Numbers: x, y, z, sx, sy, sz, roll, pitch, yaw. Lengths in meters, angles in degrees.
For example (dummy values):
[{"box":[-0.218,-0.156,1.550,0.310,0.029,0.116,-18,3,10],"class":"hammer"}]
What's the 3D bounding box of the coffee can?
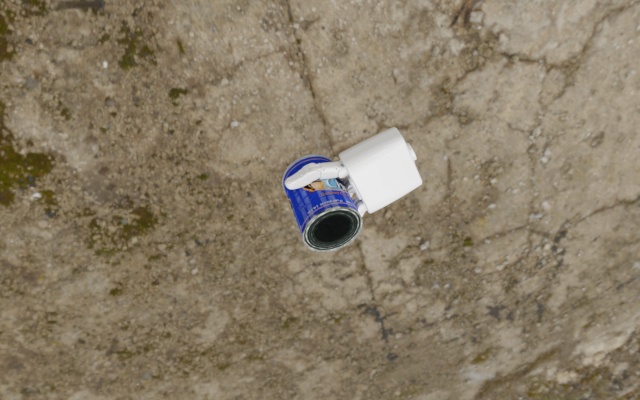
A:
[{"box":[0.000,0.003,0.818,0.103,0.103,0.140,0,41,-23],"class":"coffee can"}]
